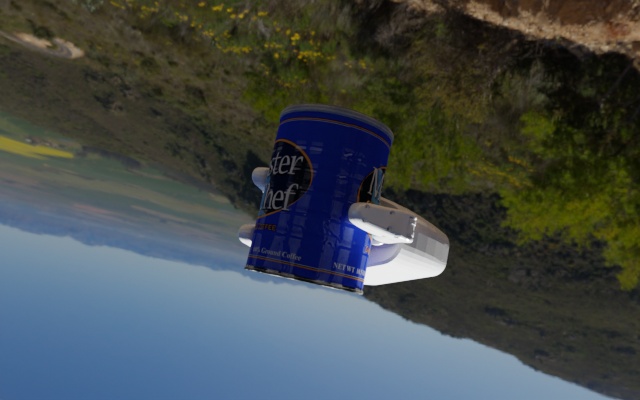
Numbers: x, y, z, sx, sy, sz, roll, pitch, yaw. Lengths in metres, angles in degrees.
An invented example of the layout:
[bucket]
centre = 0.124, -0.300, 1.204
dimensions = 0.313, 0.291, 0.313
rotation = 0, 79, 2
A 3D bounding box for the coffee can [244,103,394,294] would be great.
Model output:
[coffee can]
centre = 0.000, 0.001, 0.414
dimensions = 0.103, 0.140, 0.103
rotation = 12, -10, 2
